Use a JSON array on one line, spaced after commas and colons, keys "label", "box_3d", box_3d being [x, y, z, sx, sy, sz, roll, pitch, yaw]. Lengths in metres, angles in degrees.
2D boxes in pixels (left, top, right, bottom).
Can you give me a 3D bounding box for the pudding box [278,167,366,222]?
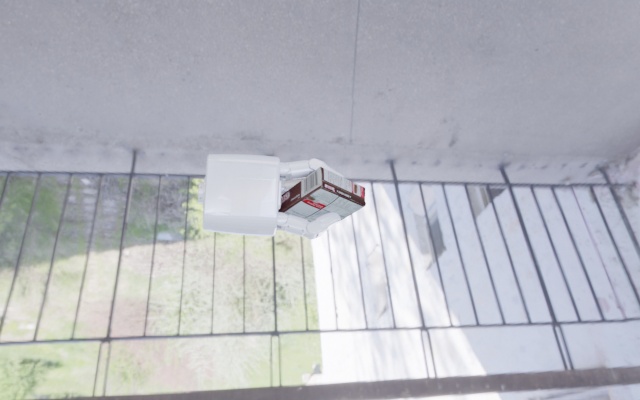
[{"label": "pudding box", "box_3d": [0.000, 0.003, 0.734, 0.090, 0.039, 0.113, 22, -36, -33]}]
